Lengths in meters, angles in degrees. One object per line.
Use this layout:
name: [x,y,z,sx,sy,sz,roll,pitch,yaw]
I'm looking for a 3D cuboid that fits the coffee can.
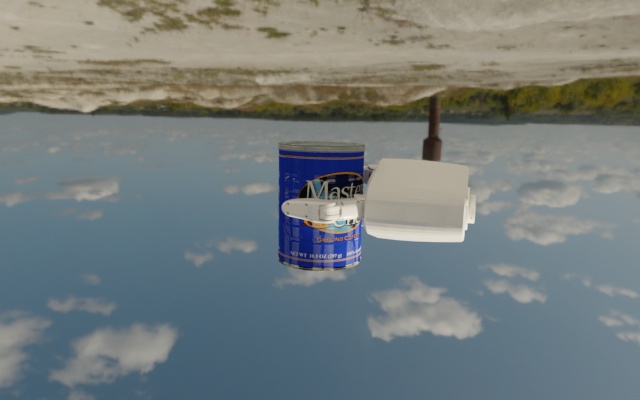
coffee can: [0.000,0.002,0.571,0.103,0.140,0.103,1,10,0]
